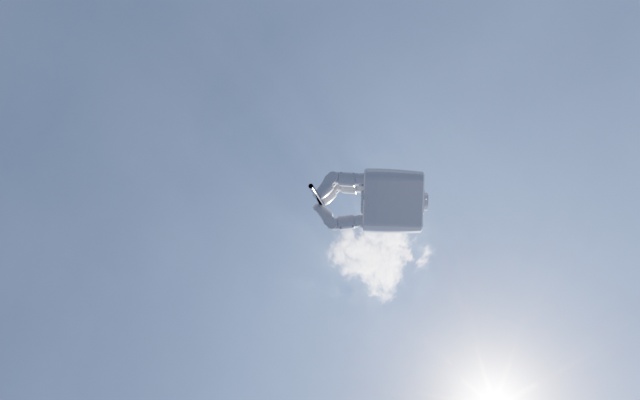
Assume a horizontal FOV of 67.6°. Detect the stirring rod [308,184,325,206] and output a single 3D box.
[{"bbox_3d":[0.000,0.003,0.867,0.011,0.011,0.239,0,-12,8],"label":"stirring rod"}]
